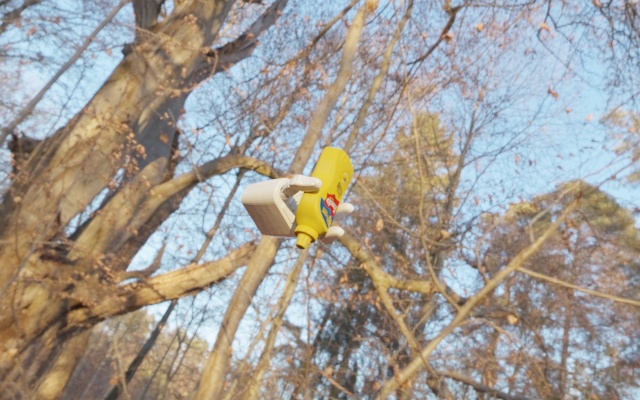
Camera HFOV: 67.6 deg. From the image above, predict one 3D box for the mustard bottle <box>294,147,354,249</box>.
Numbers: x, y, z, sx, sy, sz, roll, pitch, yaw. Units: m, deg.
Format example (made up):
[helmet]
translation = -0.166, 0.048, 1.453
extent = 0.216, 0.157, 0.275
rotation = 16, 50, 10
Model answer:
[mustard bottle]
translation = 0.001, 0.003, 0.861
extent = 0.058, 0.191, 0.096
rotation = 12, -30, 23
